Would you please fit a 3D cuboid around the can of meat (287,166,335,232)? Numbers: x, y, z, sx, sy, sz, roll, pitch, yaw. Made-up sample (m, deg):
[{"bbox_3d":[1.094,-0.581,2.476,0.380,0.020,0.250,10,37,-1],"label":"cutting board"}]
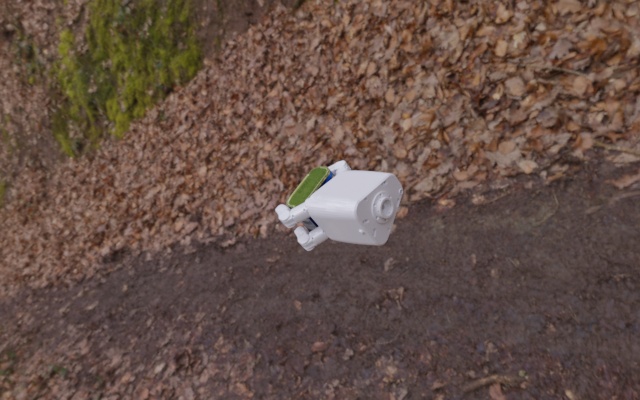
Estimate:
[{"bbox_3d":[0.000,0.002,0.837,0.057,0.102,0.084,7,-36,50],"label":"can of meat"}]
